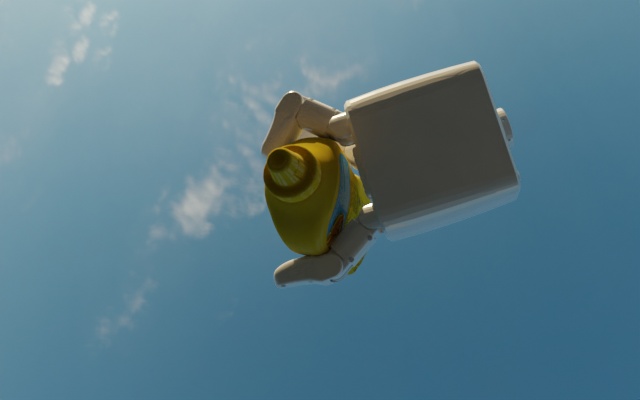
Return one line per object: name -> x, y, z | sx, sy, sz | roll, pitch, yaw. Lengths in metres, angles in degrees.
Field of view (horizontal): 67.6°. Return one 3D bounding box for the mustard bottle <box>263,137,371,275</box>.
mustard bottle -> 0.000, 0.001, 0.402 | 0.058, 0.096, 0.192 | 6, -15, 19
